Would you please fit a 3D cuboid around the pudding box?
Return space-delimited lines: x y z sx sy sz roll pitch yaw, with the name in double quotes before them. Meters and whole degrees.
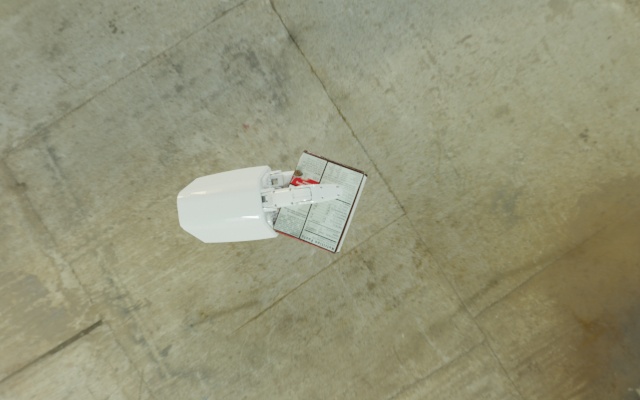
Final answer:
"pudding box" 0.000 0.002 0.617 0.090 0.113 0.039 21 3 8
